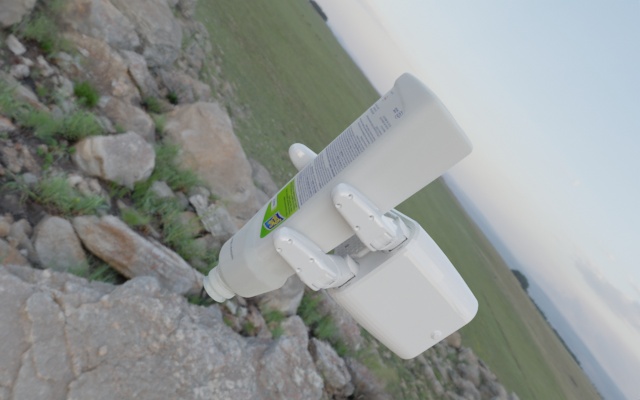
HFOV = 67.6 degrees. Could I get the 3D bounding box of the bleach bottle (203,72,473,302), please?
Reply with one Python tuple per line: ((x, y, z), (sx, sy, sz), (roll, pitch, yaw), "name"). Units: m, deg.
((0.000, 0.001, 0.409), (0.251, 0.068, 0.102), (-38, 22, 14), "bleach bottle")
